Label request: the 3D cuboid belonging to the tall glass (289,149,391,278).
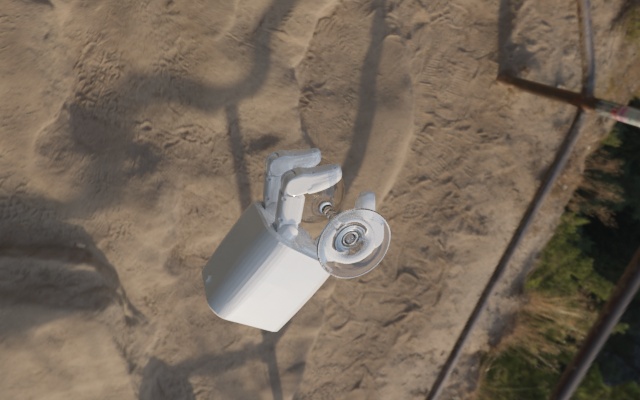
[{"bbox_3d":[0.000,0.002,0.530,0.079,0.079,0.201,0,24,-20],"label":"tall glass"}]
